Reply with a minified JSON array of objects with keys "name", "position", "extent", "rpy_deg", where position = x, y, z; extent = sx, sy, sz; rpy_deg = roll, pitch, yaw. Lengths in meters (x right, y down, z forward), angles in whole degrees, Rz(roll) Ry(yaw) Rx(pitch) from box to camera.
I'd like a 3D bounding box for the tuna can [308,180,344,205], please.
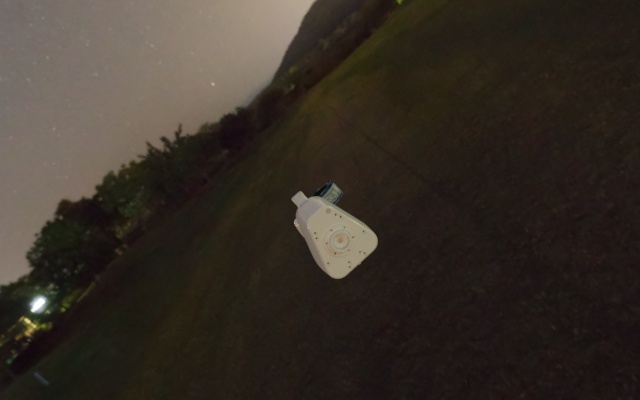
[{"name":"tuna can","position":[0.000,0.002,0.878],"extent":[0.086,0.034,0.086],"rpy_deg":[-43,9,8]}]
